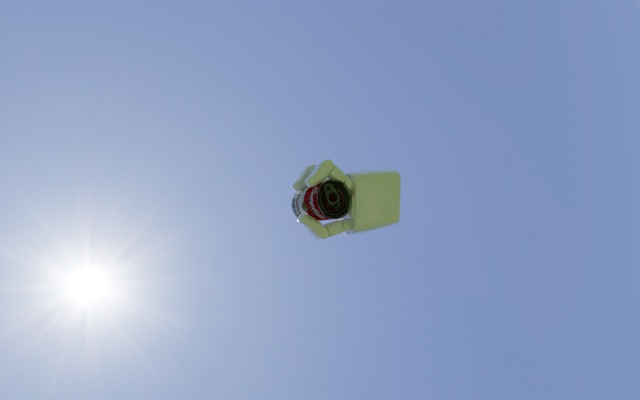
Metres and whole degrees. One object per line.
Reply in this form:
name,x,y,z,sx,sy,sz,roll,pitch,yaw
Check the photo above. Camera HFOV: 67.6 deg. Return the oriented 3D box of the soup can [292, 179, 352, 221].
soup can,0.000,0.003,0.839,0.068,0.068,0.102,0,-6,-29
